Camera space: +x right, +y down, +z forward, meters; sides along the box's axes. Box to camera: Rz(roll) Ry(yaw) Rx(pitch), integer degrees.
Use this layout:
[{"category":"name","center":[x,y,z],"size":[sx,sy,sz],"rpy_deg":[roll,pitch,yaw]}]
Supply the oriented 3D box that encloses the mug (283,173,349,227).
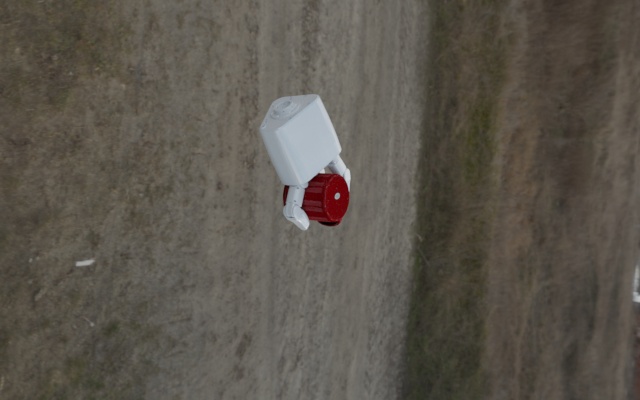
[{"category":"mug","center":[0.001,0.004,0.824],"size":[0.081,0.117,0.093],"rpy_deg":[4,44,35]}]
